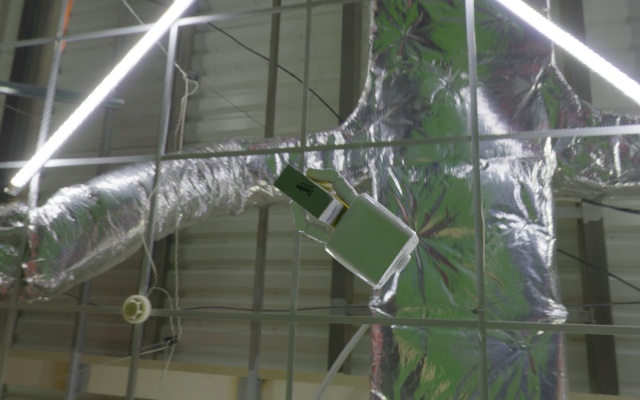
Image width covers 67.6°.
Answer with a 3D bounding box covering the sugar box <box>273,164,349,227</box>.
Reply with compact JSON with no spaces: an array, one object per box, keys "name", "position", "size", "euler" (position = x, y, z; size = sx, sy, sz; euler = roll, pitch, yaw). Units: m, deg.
[{"name":"sugar box","position":[0.001,0.002,0.771],"size":[0.093,0.048,0.176],"euler":[37,-1,20]}]
